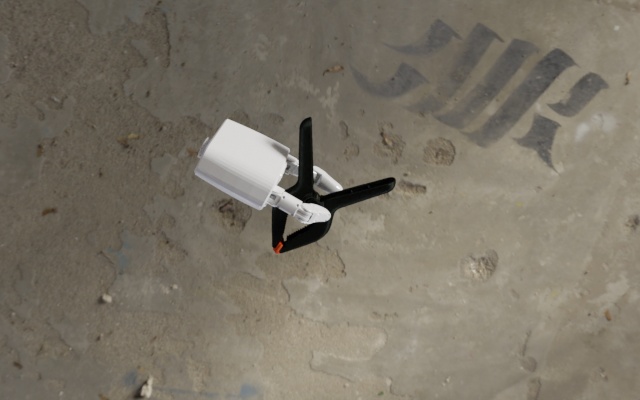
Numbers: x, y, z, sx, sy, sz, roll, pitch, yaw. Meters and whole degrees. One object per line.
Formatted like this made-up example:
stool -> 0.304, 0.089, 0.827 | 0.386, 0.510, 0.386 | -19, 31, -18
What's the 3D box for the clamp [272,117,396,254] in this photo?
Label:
clamp -> 0.000, 0.003, 0.717 | 0.164, 0.210, 0.036 | 29, 20, -7
